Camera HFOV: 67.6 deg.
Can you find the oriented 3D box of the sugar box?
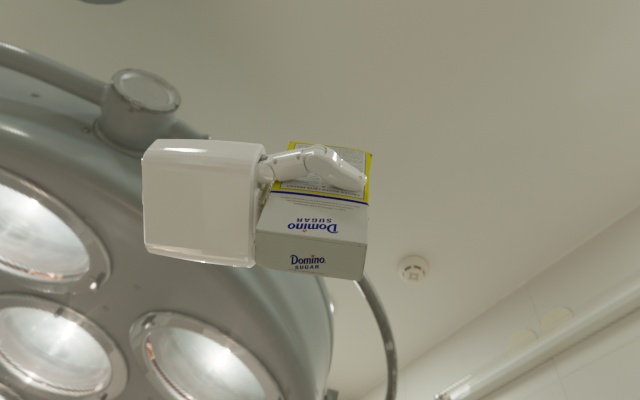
[{"bbox_3d":[0.000,0.002,0.459,0.093,0.048,0.176,8,34,3],"label":"sugar box"}]
